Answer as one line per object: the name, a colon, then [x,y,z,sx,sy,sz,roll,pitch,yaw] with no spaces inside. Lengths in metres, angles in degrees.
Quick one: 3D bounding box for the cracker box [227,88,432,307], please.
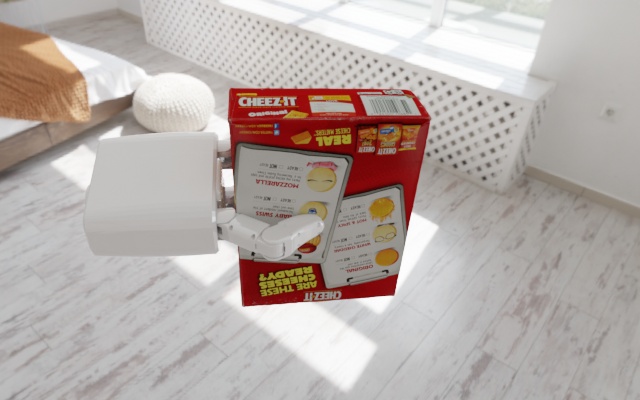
cracker box: [0.000,0.001,0.458,0.164,0.214,0.072,-2,38,-7]
